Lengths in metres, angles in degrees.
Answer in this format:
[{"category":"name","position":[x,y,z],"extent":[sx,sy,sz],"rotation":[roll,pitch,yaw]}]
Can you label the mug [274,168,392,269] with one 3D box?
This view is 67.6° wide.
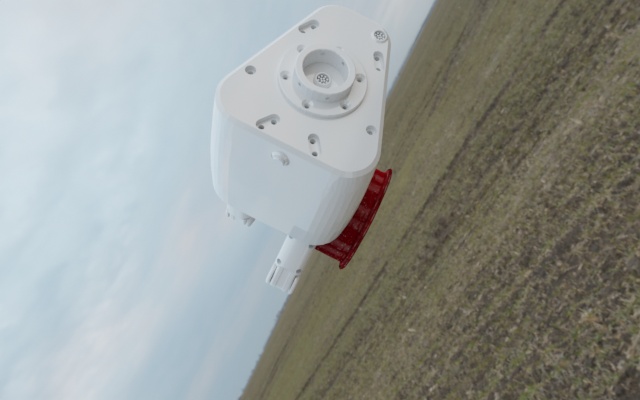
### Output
[{"category":"mug","position":[0.000,0.002,0.408],"extent":[0.081,0.093,0.117],"rotation":[27,-21,0]}]
